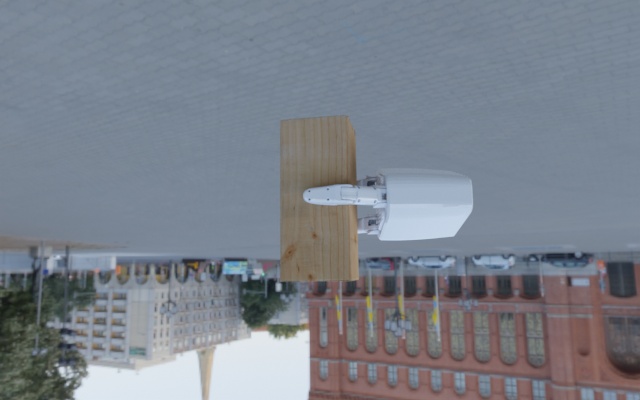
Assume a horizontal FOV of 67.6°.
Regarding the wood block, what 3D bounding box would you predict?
[{"bbox_3d":[0.000,0.002,0.632,0.090,0.206,0.091,-2,-8,11],"label":"wood block"}]
